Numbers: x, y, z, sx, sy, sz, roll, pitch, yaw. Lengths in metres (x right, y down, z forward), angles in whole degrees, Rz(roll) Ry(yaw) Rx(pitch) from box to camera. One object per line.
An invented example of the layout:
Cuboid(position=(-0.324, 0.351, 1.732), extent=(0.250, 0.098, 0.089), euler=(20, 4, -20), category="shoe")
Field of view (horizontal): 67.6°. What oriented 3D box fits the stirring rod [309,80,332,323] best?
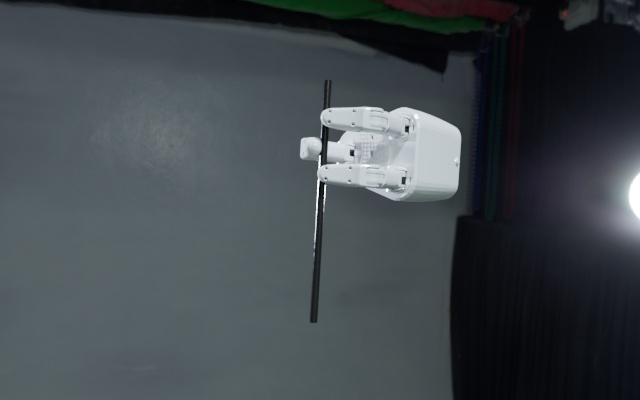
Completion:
Cuboid(position=(0.000, 0.002, 0.475), extent=(0.011, 0.239, 0.011), euler=(3, 1, 0), category="stirring rod")
